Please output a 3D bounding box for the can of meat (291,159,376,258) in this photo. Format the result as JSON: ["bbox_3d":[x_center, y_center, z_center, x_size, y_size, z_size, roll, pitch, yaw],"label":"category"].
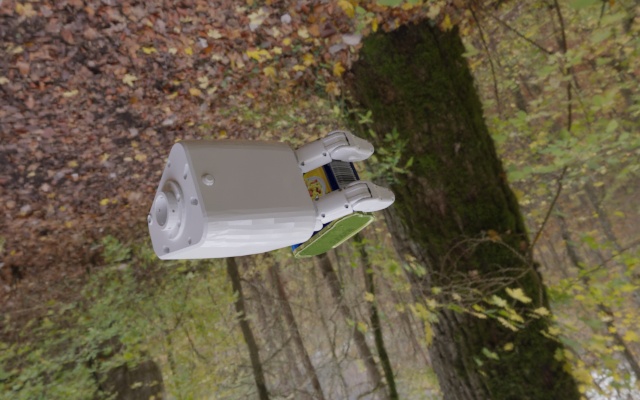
[{"bbox_3d":[0.000,0.002,0.494,0.057,0.084,0.102,0,-30,-43],"label":"can of meat"}]
